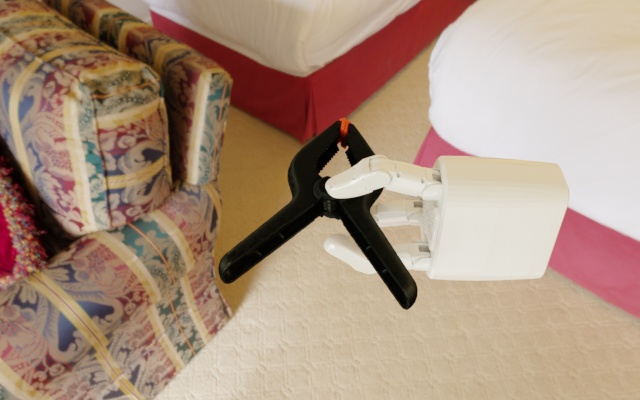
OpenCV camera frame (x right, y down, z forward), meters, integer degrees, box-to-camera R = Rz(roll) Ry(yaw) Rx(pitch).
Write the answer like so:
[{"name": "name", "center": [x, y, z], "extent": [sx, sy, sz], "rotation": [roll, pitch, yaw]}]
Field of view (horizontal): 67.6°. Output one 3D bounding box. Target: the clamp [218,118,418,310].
[{"name": "clamp", "center": [0.000, 0.001, 0.446], "extent": [0.164, 0.209, 0.036], "rotation": [2, -40, 1]}]
